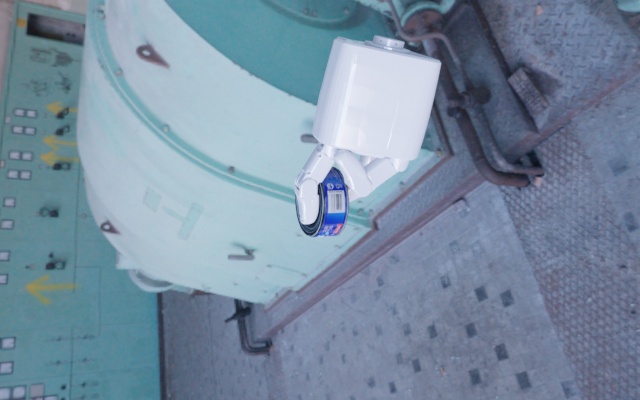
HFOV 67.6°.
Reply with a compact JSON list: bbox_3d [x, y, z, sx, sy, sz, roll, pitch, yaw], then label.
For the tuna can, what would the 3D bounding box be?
[{"bbox_3d":[0.000,0.002,0.578,0.034,0.086,0.086,-2,1,-26],"label":"tuna can"}]
